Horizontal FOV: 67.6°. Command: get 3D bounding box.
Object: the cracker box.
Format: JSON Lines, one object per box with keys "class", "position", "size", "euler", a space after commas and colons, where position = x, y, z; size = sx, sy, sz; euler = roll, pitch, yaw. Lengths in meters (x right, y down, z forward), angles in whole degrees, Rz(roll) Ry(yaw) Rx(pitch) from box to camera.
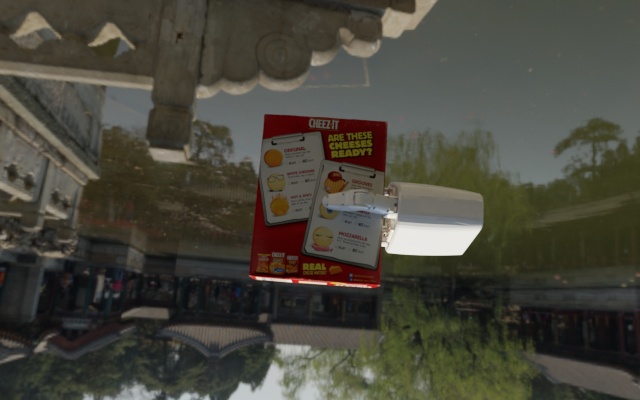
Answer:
{"class": "cracker box", "position": [0.000, 0.002, 0.631], "size": [0.164, 0.213, 0.072], "euler": [4, -12, 0]}
